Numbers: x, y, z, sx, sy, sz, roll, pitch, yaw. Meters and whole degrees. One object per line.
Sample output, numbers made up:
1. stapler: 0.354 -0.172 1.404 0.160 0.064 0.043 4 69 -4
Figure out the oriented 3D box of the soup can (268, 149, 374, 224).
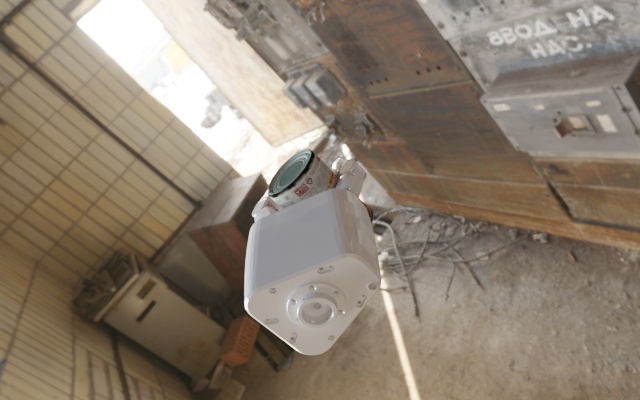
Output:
1. soup can: 0.000 0.001 0.522 0.102 0.068 0.068 44 -21 -23
